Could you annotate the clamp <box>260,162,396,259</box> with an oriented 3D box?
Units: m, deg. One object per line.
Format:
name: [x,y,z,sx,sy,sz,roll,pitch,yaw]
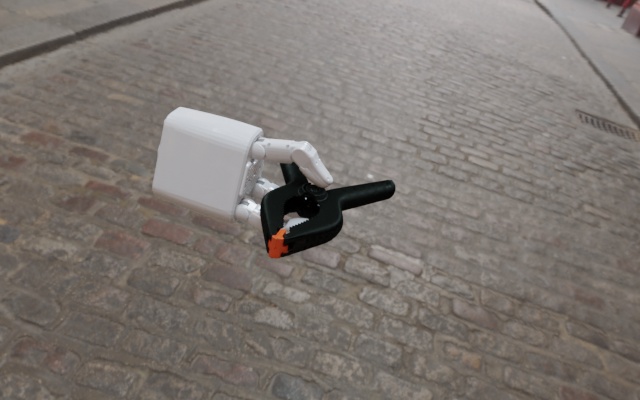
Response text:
clamp: [0.000,0.001,0.558,0.164,0.036,0.210,16,33,6]
